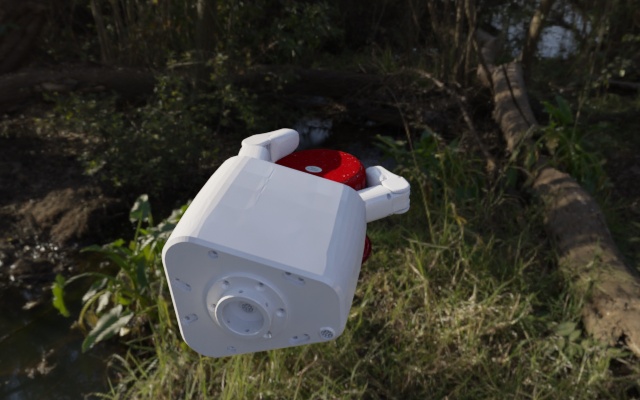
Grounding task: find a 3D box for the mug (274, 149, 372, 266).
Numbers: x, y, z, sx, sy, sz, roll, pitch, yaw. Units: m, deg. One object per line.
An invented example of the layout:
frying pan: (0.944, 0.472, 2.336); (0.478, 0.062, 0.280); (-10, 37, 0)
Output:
mug: (0.000, 0.001, 0.424); (0.093, 0.081, 0.117); (2, 29, 8)
